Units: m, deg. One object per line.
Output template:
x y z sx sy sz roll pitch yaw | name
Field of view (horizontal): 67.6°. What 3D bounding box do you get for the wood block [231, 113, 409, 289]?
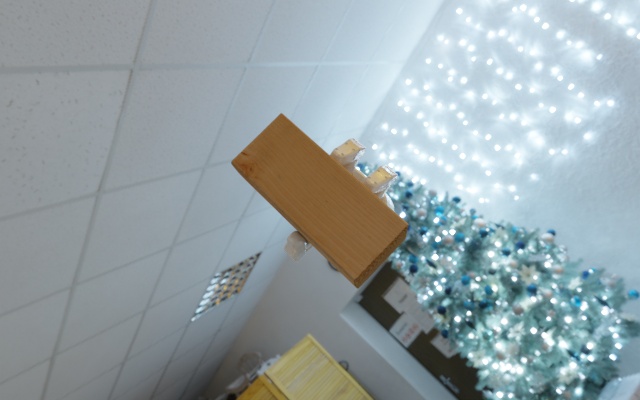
0.000 0.002 0.591 0.206 0.091 0.090 42 -7 16 | wood block
